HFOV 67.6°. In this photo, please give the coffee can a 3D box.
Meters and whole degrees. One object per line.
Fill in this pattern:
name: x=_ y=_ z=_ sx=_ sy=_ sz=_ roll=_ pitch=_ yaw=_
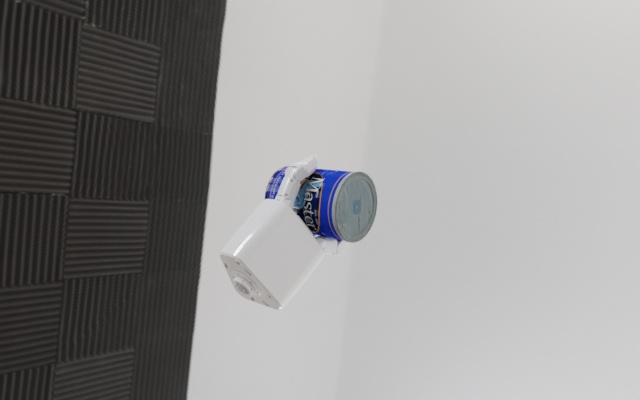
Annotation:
coffee can: x=0.000 y=0.002 z=0.726 sx=0.140 sy=0.103 sz=0.103 roll=8 pitch=5 yaw=40
